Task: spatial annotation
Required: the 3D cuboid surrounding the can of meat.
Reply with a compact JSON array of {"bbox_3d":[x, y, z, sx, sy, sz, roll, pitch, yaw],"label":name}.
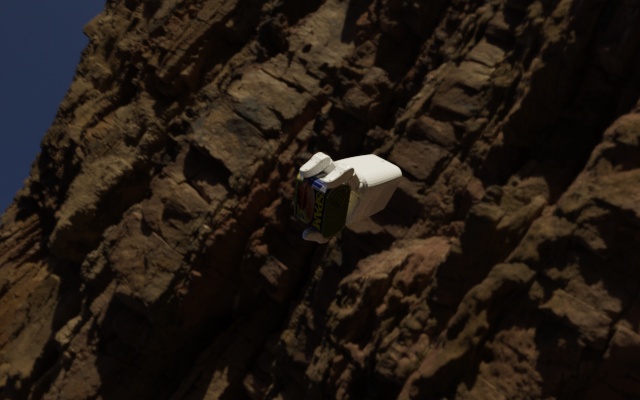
[{"bbox_3d":[0.000,0.003,0.840,0.057,0.102,0.084,-20,39,-39],"label":"can of meat"}]
